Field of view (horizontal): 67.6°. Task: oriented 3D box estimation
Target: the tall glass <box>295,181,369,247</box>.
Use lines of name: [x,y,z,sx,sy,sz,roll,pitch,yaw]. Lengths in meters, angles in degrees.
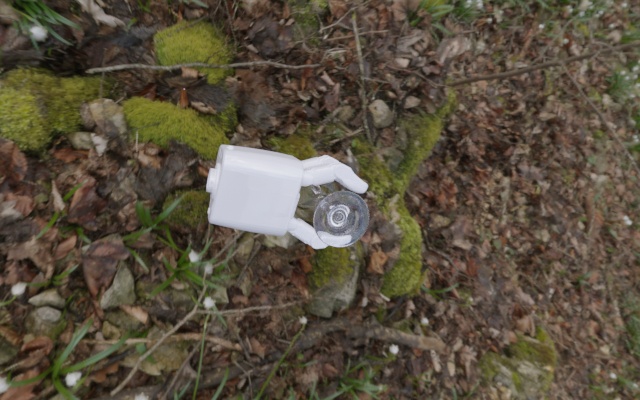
tall glass: [0.000,0.003,0.696,0.079,0.079,0.201,0,13,-16]
